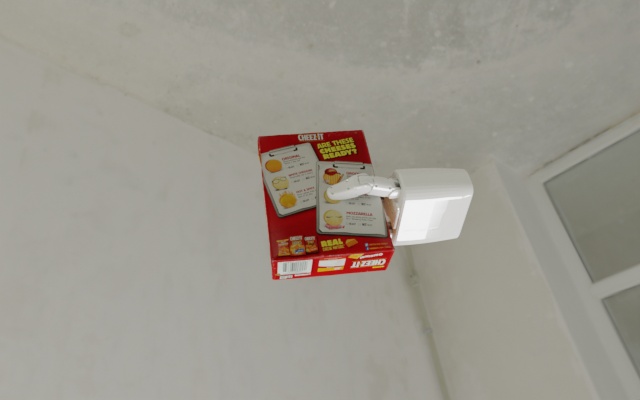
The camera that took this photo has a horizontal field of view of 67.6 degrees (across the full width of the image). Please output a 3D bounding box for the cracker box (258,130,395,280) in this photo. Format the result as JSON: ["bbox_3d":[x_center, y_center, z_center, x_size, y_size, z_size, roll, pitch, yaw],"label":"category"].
[{"bbox_3d":[0.000,0.002,0.692,0.164,0.213,0.072,-5,-34,-9],"label":"cracker box"}]
